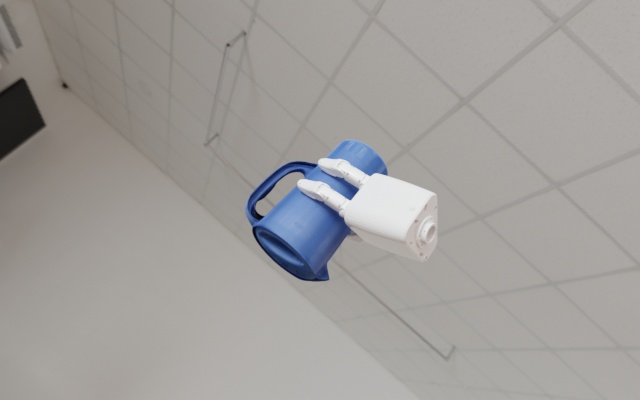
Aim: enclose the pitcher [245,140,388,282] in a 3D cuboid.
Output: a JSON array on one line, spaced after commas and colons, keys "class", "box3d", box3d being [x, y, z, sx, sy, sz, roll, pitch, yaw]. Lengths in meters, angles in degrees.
[{"class": "pitcher", "box3d": [0.000, 0.003, 0.815, 0.145, 0.242, 0.149, 19, -32, 40]}]
